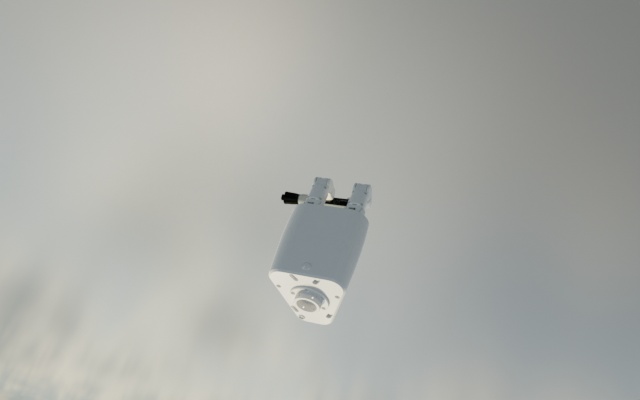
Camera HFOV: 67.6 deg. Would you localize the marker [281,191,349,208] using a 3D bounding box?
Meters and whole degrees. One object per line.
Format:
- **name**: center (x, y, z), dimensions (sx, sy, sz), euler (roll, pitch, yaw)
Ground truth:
- **marker**: center (0.000, 0.002, 0.693), dimensions (0.121, 0.020, 0.020), euler (7, 2, 16)
